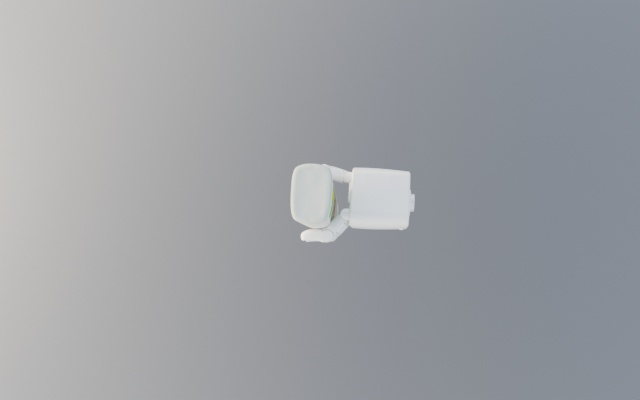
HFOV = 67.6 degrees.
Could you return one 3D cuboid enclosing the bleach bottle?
[{"bbox_3d":[0.000,0.003,0.895,0.068,0.102,0.251,3,-5,8],"label":"bleach bottle"}]
